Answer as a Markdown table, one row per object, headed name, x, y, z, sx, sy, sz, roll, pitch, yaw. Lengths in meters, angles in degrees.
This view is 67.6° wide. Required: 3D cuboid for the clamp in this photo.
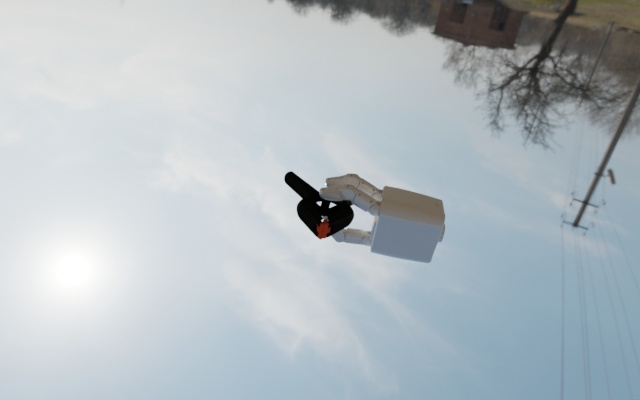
| name | x | y | z | sx | sy | sz | roll | pitch | yaw |
| --- | --- | --- | --- | --- | --- | --- | --- | --- | --- |
| clamp | 0.000 | 0.004 | 0.815 | 0.164 | 0.036 | 0.210 | 12 | 24 | 6 |
